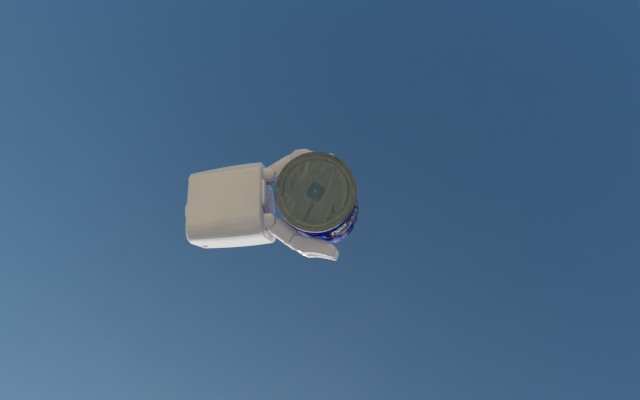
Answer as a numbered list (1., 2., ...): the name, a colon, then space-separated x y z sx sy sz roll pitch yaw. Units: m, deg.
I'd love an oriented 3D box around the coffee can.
1. coffee can: 0.000 0.002 0.658 0.103 0.102 0.140 0 -12 6
